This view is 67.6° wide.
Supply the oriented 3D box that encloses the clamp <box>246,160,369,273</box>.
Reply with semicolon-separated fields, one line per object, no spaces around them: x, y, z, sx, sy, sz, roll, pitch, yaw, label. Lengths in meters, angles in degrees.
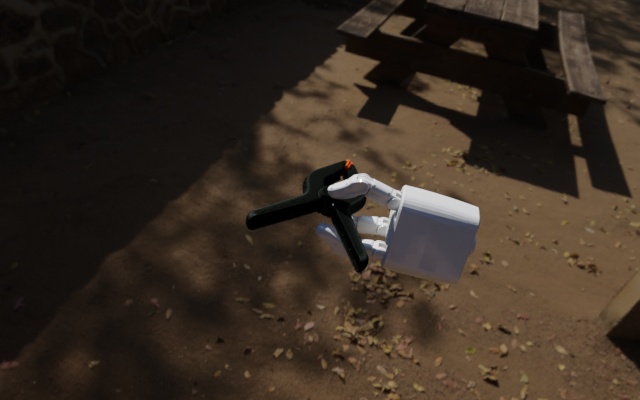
0.001;0.001;0.668;0.164;0.036;0.209;17;38;2;clamp
